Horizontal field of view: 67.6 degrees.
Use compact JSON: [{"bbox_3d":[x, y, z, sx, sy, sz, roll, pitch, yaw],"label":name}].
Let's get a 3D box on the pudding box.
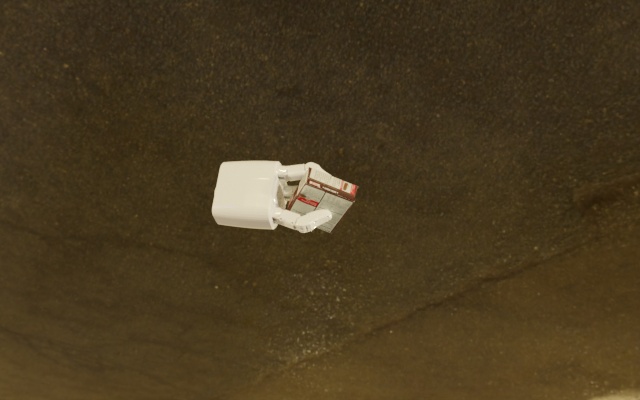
[{"bbox_3d":[0.000,0.003,0.812,0.090,0.039,0.113,20,-36,-10],"label":"pudding box"}]
